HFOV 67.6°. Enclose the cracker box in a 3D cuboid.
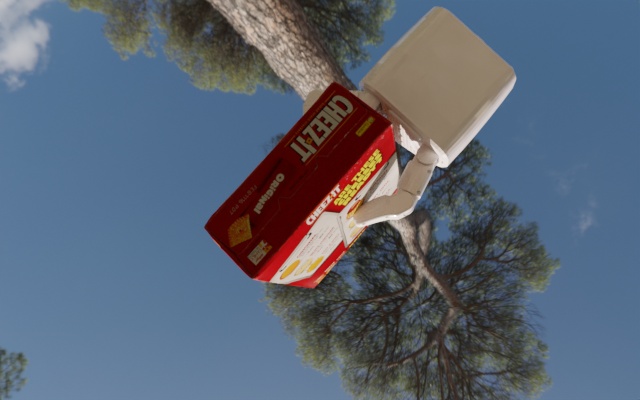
[{"bbox_3d":[0.000,0.002,0.475,0.072,0.164,0.214,41,-1,17],"label":"cracker box"}]
